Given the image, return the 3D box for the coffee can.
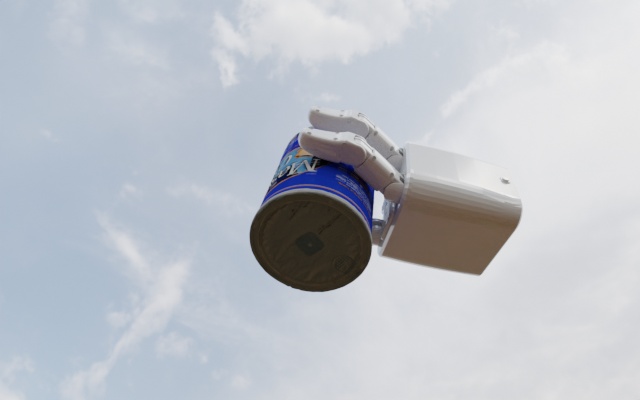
[{"bbox_3d":[0.000,0.002,0.452,0.103,0.103,0.140,0,31,9],"label":"coffee can"}]
